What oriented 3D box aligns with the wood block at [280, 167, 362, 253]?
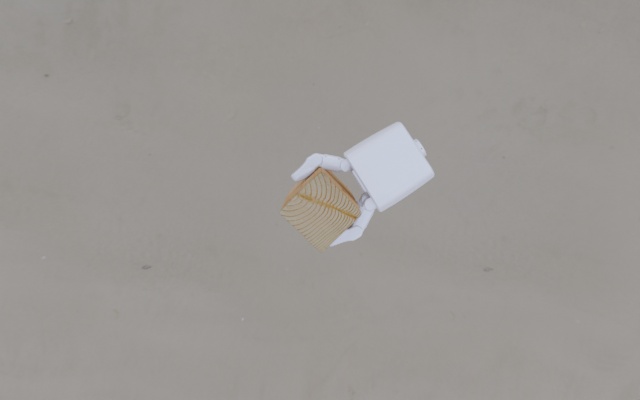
[{"bbox_3d":[0.000,0.002,0.806,0.090,0.091,0.206,-44,6,6],"label":"wood block"}]
